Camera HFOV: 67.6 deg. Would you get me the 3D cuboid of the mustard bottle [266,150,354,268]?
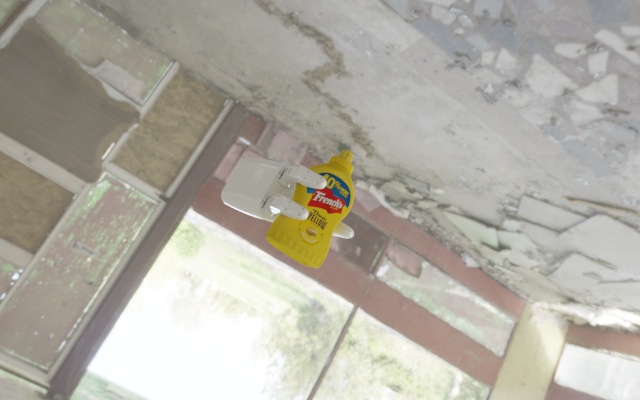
[{"bbox_3d":[0.000,0.003,0.749,0.096,0.191,0.058,35,-17,-21],"label":"mustard bottle"}]
